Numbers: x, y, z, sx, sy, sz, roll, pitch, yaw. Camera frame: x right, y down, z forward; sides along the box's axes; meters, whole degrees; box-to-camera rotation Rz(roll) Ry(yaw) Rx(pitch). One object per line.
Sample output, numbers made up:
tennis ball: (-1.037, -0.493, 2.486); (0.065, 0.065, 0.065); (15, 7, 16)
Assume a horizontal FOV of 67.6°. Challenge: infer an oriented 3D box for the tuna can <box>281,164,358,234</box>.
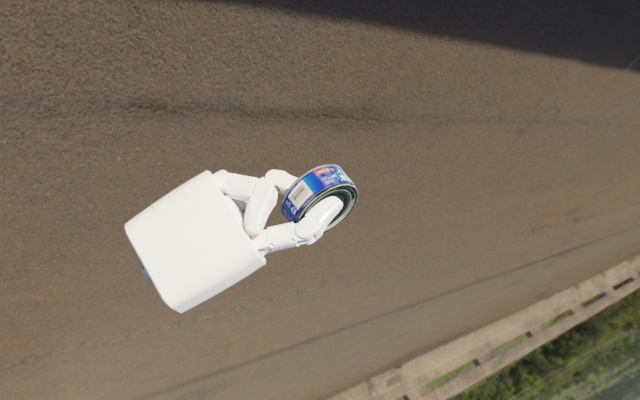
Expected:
tuna can: (0.000, 0.002, 0.542); (0.086, 0.086, 0.033); (0, 43, -47)
